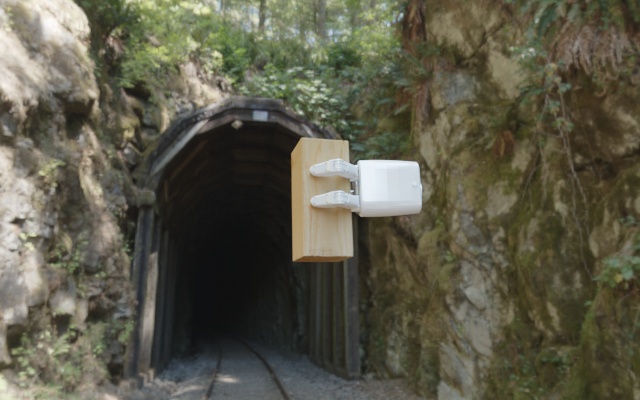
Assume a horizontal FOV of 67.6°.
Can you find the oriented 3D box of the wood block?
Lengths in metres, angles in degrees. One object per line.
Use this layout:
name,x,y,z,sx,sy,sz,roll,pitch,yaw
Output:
wood block,0.000,0.003,0.855,0.090,0.206,0.091,2,-14,-14
